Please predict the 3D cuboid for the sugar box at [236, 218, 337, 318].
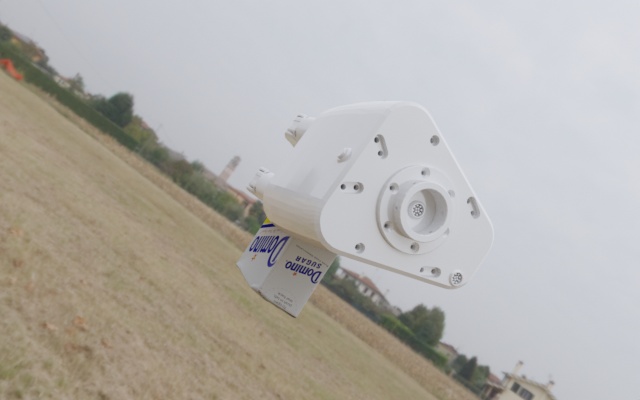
[{"bbox_3d":[0.000,0.001,0.401,0.048,0.176,0.093,38,-7,-20],"label":"sugar box"}]
